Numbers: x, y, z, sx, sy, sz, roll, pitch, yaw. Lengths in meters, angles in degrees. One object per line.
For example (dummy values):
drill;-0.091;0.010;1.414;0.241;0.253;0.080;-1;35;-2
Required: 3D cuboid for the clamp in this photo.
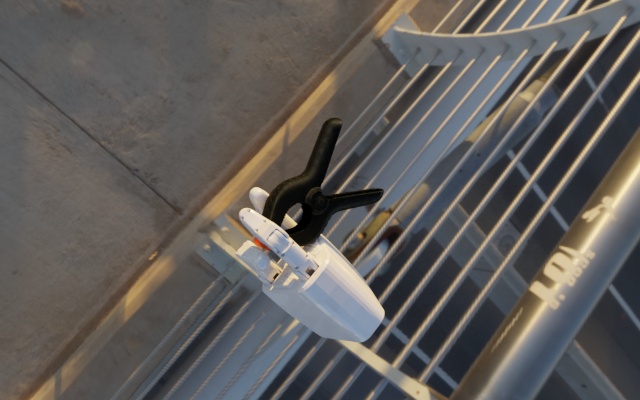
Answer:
clamp;0.000;0.002;0.556;0.120;0.171;0.039;45;-13;-20
